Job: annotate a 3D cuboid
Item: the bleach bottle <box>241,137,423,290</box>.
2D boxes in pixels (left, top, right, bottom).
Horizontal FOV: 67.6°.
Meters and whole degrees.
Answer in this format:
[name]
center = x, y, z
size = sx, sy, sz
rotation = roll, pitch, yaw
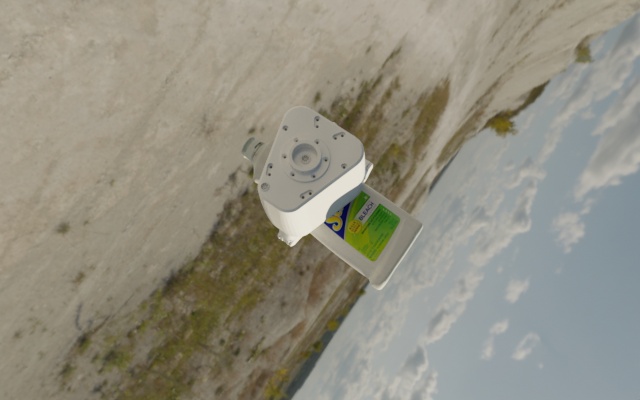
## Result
[bleach bottle]
center = 0.000, 0.002, 0.615
size = 0.251, 0.102, 0.068
rotation = 34, -13, 10
